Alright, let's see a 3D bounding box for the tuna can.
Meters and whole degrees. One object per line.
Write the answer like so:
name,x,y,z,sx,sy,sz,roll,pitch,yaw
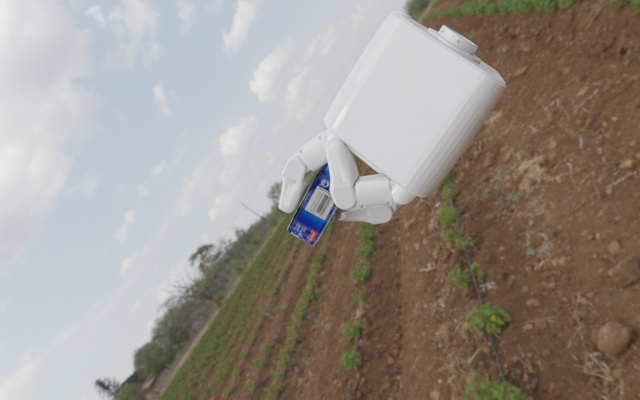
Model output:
tuna can,0.000,0.001,0.482,0.034,0.086,0.086,29,-1,-1
